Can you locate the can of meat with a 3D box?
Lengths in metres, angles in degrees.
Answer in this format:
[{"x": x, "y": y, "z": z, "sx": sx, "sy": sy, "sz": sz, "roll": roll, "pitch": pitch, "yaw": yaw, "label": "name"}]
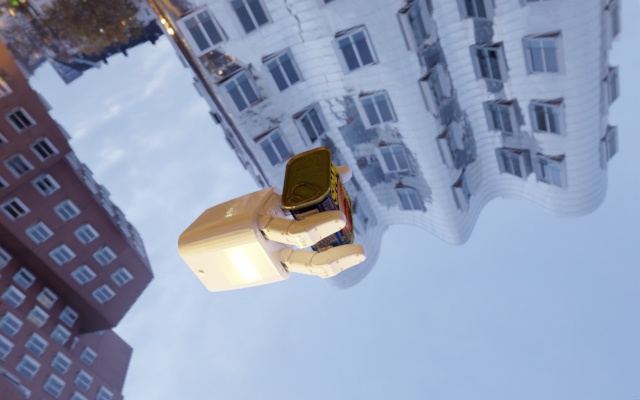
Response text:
[{"x": 0.000, "y": 0.002, "z": 0.554, "sx": 0.057, "sy": 0.084, "sz": 0.102, "roll": -17, "pitch": 36, "yaw": 14, "label": "can of meat"}]
